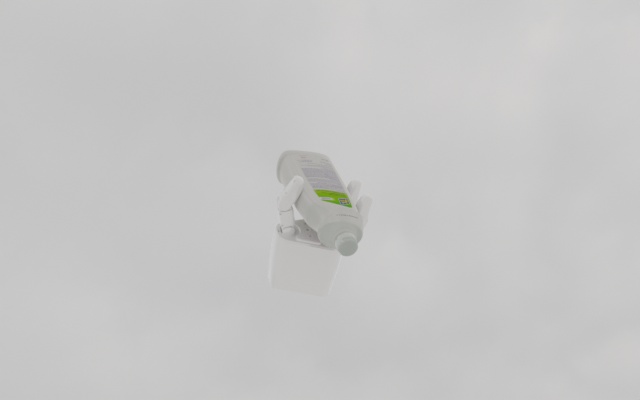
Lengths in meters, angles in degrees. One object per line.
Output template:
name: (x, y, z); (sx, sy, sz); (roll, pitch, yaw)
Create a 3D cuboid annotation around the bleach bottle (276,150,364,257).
bleach bottle: (0.000, 0.002, 0.763); (0.102, 0.068, 0.250); (3, 30, -18)
